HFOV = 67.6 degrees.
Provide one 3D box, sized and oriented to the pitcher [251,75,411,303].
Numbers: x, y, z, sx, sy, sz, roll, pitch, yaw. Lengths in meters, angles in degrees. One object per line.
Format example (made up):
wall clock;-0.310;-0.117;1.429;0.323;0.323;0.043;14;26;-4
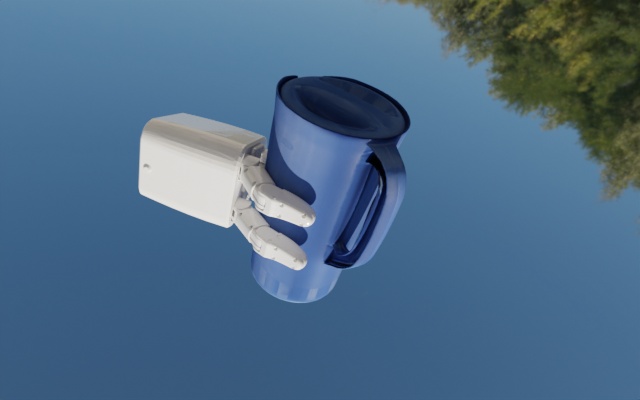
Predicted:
pitcher;0.000;0.002;0.514;0.145;0.243;0.149;19;35;3
